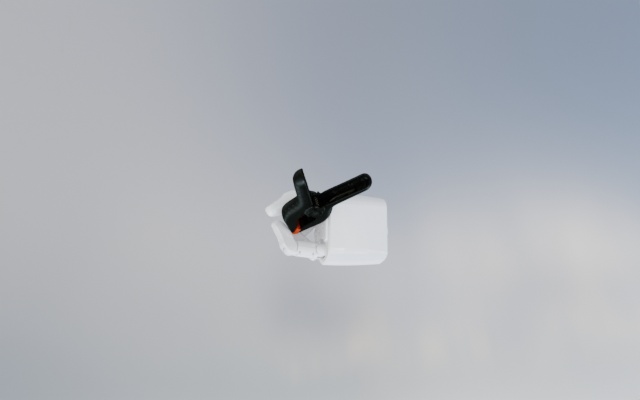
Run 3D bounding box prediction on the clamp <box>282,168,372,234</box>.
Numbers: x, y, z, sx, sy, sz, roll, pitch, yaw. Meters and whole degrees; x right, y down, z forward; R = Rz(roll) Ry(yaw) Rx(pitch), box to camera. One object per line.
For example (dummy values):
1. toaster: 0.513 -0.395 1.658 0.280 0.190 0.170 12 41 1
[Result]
1. clamp: 0.000 0.003 0.719 0.120 0.039 0.171 4 -27 -17
